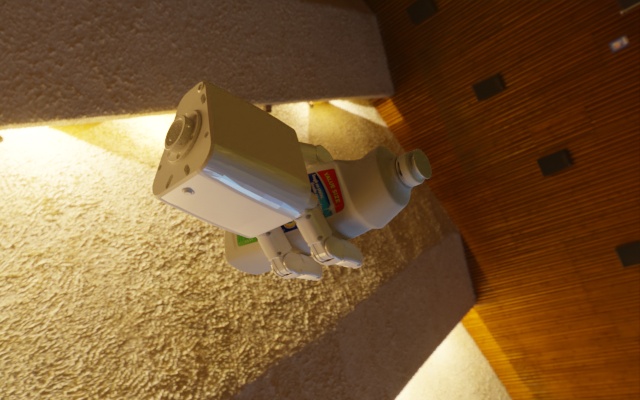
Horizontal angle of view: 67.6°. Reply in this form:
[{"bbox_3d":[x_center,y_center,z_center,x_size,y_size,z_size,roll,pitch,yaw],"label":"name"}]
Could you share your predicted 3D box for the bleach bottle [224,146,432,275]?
[{"bbox_3d":[0.000,0.002,0.501,0.251,0.102,0.068,-25,-38,37],"label":"bleach bottle"}]
